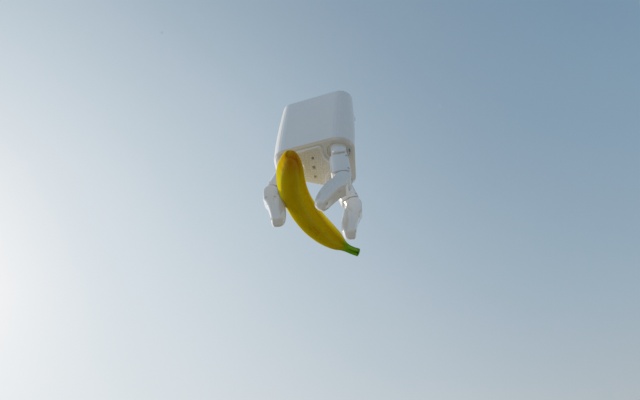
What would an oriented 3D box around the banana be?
[{"bbox_3d":[-0.014,0.006,0.624,0.069,0.037,0.198,-7,-43,31],"label":"banana"}]
